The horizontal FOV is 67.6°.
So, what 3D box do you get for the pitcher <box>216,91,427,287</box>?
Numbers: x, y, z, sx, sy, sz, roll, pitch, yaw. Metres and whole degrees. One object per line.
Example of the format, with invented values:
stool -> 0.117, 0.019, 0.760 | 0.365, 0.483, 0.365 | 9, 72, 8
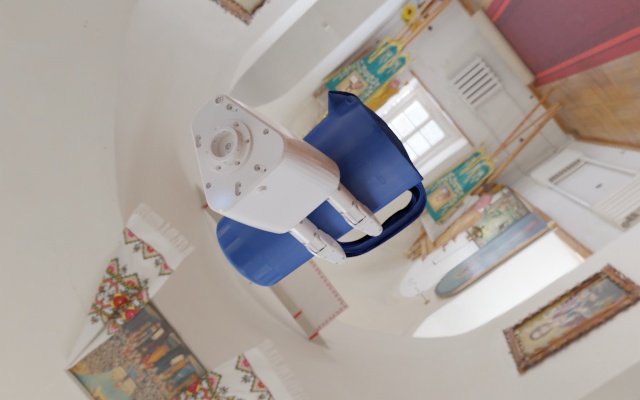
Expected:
pitcher -> 0.000, 0.002, 0.583 | 0.243, 0.149, 0.145 | -40, -25, 13
